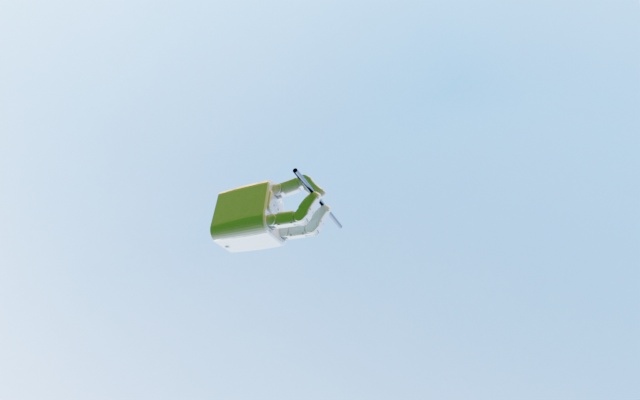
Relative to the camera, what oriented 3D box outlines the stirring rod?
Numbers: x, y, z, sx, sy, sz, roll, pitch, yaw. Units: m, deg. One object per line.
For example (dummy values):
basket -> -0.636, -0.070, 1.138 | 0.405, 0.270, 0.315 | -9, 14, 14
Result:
stirring rod -> 0.000, 0.003, 0.825 | 0.011, 0.011, 0.240 | 0, -24, 20
